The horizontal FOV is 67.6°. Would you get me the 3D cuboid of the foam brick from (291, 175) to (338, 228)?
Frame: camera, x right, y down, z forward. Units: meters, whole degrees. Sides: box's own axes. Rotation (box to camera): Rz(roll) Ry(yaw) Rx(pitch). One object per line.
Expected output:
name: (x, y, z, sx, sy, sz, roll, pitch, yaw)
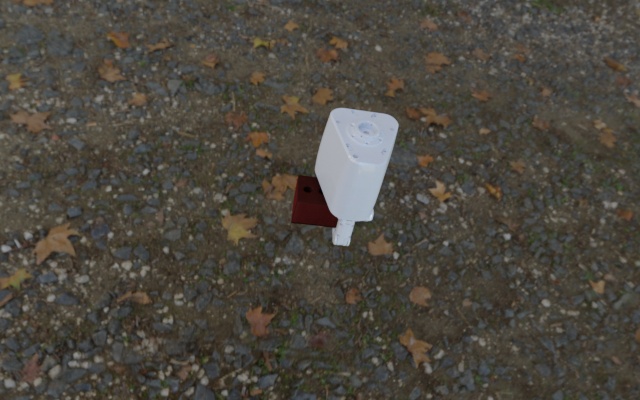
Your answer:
foam brick: (0.000, 0.002, 0.691, 0.078, 0.053, 0.051, 7, -41, -7)
